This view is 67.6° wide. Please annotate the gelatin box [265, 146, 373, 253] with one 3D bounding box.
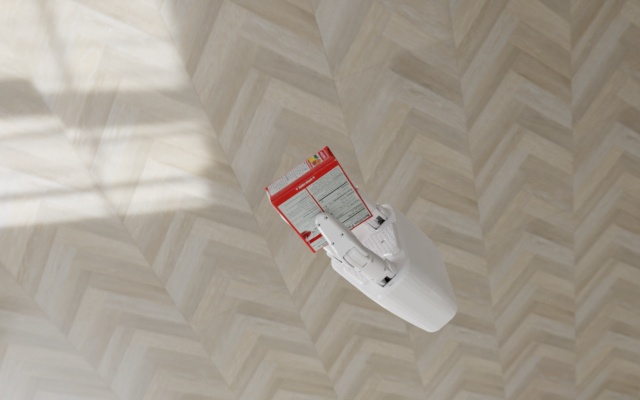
[{"bbox_3d":[0.000,0.002,0.470,0.073,0.089,0.030,-34,39,4],"label":"gelatin box"}]
